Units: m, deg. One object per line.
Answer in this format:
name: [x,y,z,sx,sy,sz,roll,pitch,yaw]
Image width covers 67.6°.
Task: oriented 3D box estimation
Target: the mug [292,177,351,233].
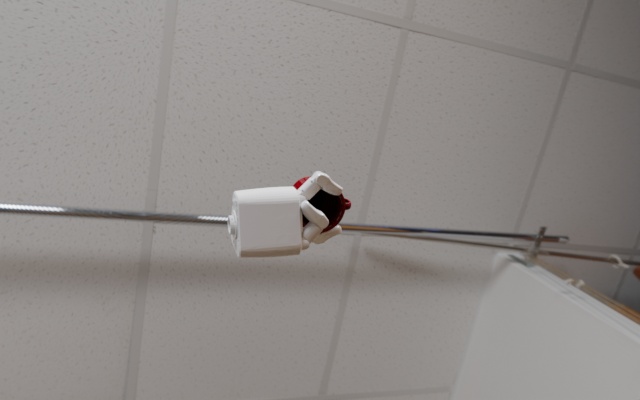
mug: [0.001,0.003,0.896,0.117,0.093,0.081,-2,18,-20]
